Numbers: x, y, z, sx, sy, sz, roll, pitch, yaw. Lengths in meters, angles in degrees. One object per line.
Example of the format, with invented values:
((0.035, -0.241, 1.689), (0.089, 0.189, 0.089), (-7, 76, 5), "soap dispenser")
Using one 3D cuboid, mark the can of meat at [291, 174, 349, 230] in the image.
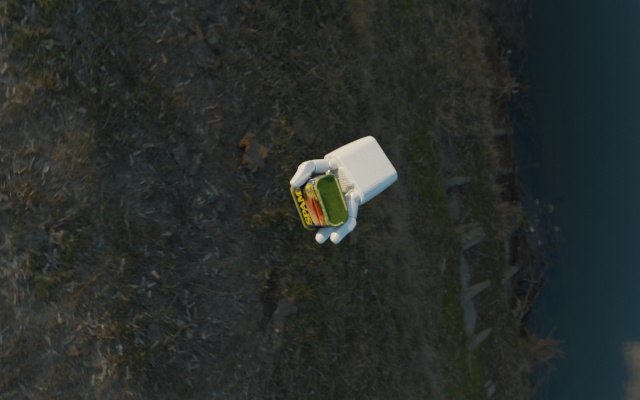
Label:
((0.000, 0.003, 0.892), (0.057, 0.102, 0.084), (-25, 10, -33), "can of meat")
